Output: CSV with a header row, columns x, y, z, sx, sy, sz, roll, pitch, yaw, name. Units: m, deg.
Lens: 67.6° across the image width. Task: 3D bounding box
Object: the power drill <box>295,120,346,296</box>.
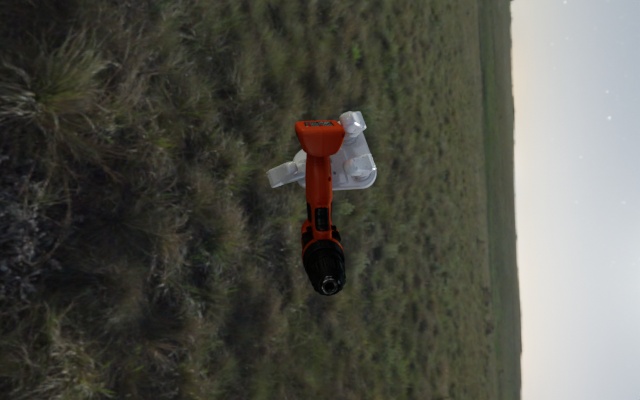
x,y,z,sx,sy,sz,roll,pitch,yaw,name
0.000,0.001,0.583,0.057,0.188,0.184,-2,17,-7,power drill
